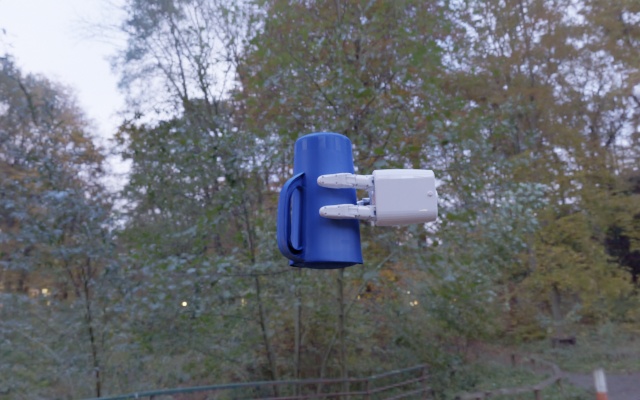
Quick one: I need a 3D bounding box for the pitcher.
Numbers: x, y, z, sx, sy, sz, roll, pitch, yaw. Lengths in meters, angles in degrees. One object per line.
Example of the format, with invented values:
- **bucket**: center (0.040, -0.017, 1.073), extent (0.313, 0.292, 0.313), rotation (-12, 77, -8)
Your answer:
- **pitcher**: center (0.000, 0.003, 0.871), extent (0.145, 0.242, 0.149), rotation (-2, -12, 2)
